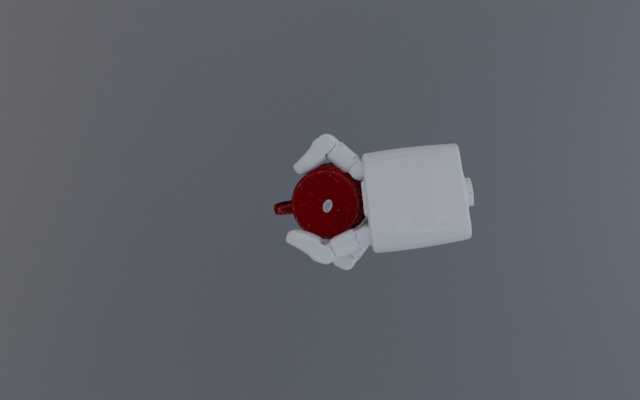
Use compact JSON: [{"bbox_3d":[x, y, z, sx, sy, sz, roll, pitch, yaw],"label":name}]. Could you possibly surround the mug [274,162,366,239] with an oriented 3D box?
[{"bbox_3d":[-0.001,0.002,0.580,0.117,0.093,0.081,-6,4,10],"label":"mug"}]
